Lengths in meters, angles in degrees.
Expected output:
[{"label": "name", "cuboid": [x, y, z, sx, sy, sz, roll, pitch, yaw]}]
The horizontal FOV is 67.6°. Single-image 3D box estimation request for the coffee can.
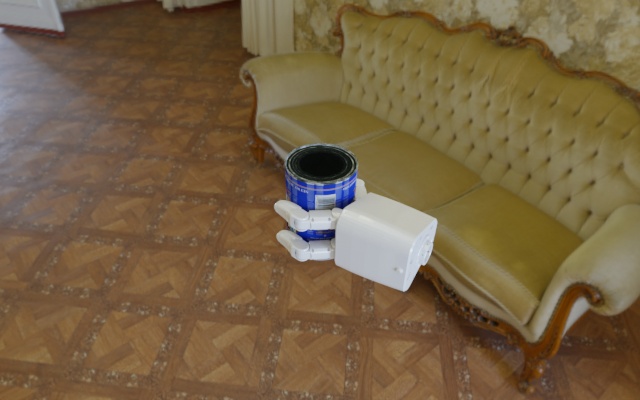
[{"label": "coffee can", "cuboid": [0.000, 0.002, 0.699, 0.103, 0.140, 0.102, 1, 38, 0]}]
